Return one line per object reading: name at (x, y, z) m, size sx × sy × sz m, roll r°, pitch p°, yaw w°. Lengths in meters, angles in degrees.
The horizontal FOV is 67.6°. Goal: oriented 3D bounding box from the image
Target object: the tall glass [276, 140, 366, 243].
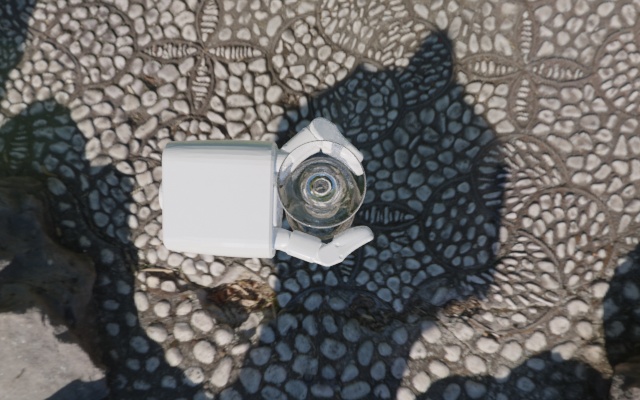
tall glass at (0.000, 0.002, 0.490) m, size 0.079 × 0.079 × 0.201 m, roll 0°, pitch -9°, yaw 0°
